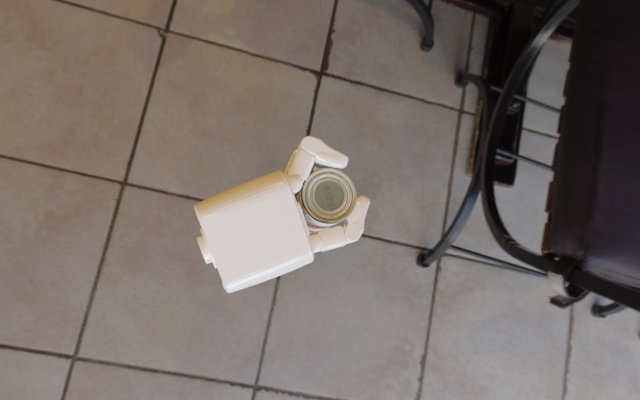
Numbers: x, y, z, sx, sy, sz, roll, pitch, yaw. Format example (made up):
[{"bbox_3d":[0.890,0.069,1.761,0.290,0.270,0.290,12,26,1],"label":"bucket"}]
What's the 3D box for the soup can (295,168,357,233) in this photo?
[{"bbox_3d":[0.001,0.002,0.594,0.068,0.068,0.102,0,-10,-12],"label":"soup can"}]
